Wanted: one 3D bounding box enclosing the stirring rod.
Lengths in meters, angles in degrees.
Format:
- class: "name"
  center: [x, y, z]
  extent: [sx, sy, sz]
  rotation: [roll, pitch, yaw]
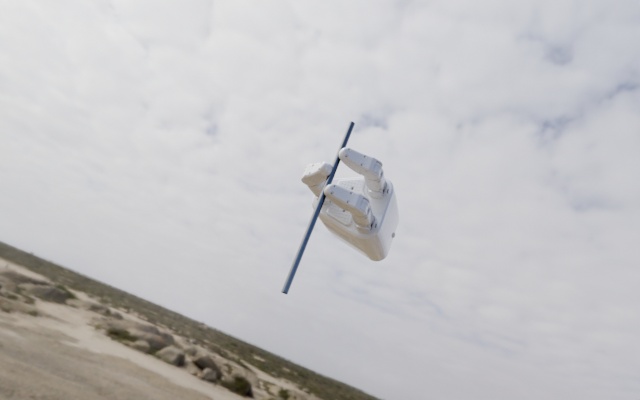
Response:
- class: "stirring rod"
  center: [0.000, 0.002, 0.591]
  extent: [0.011, 0.239, 0.011]
  rotation: [19, -21, 7]
